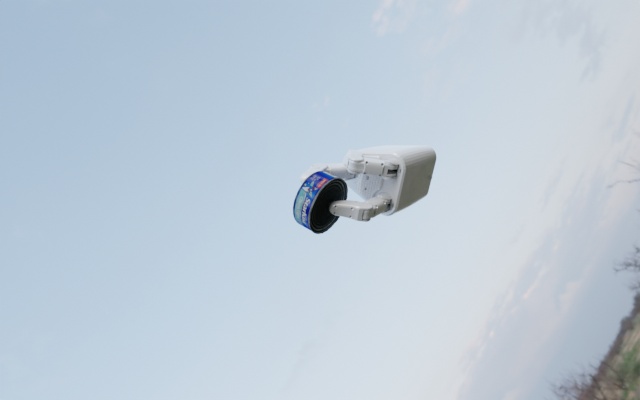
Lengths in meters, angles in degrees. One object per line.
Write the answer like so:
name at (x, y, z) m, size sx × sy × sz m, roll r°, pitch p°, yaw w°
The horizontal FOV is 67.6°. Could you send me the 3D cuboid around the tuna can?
tuna can at (0.000, 0.002, 0.676) m, size 0.033 × 0.086 × 0.086 m, roll 27°, pitch 14°, yaw 30°
